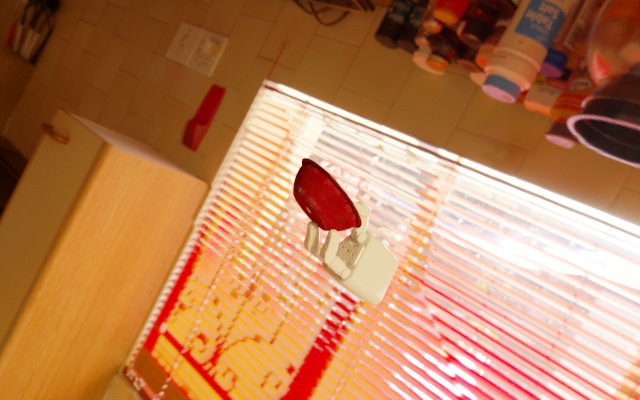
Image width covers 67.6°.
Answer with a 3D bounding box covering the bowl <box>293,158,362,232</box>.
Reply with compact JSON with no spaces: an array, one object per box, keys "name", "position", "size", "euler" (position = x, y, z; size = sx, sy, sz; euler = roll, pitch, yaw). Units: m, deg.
[{"name":"bowl","position":[-0.001,0.002,0.855],"size":[0.055,0.162,0.162],"euler":[-40,10,-13]}]
